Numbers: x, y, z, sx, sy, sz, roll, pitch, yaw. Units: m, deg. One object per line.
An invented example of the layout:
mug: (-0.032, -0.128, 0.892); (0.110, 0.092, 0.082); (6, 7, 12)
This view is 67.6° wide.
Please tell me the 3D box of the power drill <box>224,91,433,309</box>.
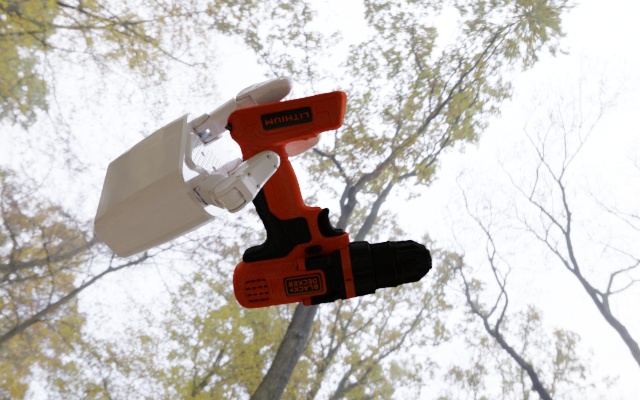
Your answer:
power drill: (0.000, 0.001, 0.428); (0.184, 0.188, 0.057); (-9, 9, 1)
